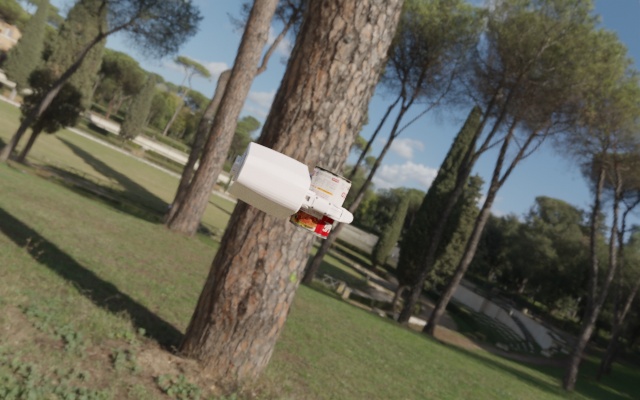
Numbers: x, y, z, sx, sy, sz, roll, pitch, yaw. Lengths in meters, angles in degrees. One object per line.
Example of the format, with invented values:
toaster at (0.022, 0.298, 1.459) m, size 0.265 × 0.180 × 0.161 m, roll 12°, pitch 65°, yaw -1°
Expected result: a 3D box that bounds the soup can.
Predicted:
soup can at (0.001, 0.003, 0.784) m, size 0.068 × 0.102 × 0.068 m, roll 25°, pitch 0°, yaw 0°
